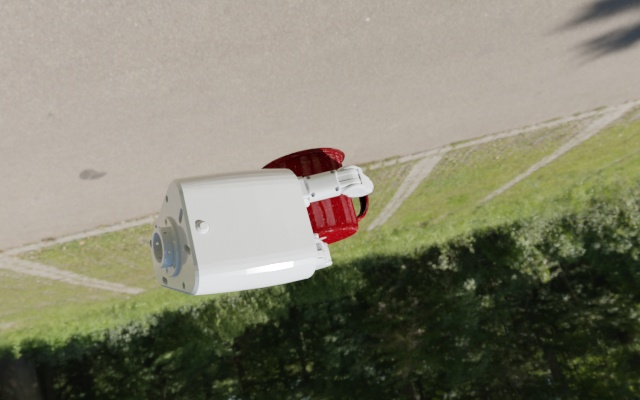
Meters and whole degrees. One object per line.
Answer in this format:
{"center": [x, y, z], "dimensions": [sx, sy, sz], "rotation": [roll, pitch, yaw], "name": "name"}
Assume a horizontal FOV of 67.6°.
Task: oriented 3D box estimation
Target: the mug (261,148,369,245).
{"center": [0.001, 0.002, 0.491], "dimensions": [0.117, 0.081, 0.093], "rotation": [-5, -17, -34], "name": "mug"}
